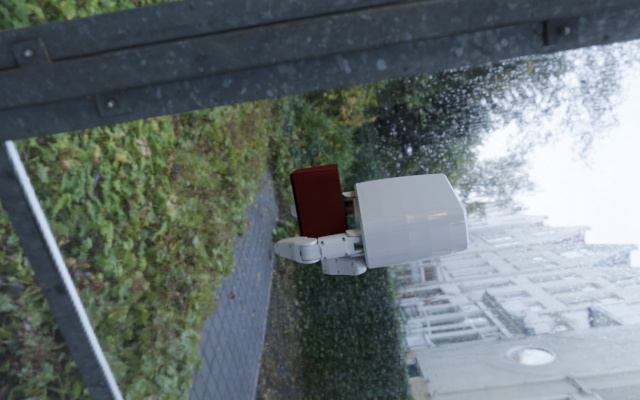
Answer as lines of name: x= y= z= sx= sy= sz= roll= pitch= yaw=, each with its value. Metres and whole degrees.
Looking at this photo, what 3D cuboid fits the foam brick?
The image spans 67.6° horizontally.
foam brick: x=0.000 y=0.001 z=0.529 sx=0.051 sy=0.078 sz=0.053 roll=-9 pitch=11 yaw=5
